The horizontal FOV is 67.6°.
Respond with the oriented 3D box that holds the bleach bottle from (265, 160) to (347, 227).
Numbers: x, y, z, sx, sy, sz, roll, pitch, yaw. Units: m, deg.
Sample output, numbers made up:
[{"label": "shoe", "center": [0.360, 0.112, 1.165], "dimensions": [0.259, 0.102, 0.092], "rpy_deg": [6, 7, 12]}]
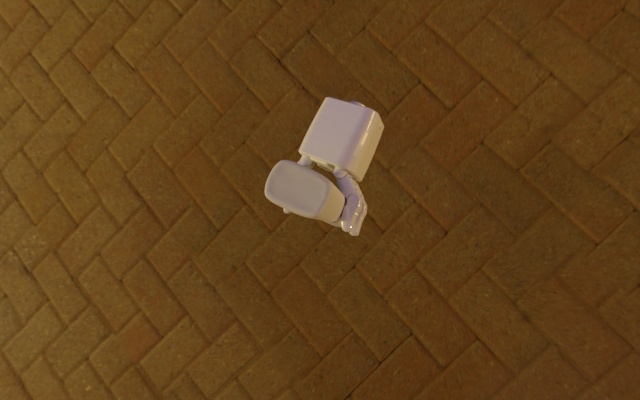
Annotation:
[{"label": "bleach bottle", "center": [0.000, 0.003, 0.795], "dimensions": [0.102, 0.068, 0.251], "rpy_deg": [25, -2, 17]}]
